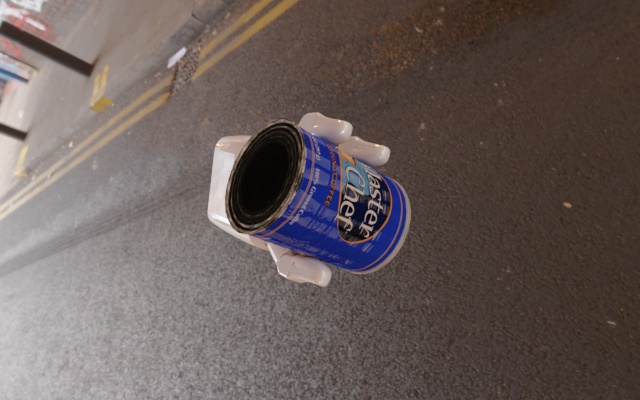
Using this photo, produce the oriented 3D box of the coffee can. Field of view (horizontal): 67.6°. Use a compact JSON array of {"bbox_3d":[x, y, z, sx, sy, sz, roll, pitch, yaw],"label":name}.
[{"bbox_3d":[0.000,0.002,0.437,0.140,0.102,0.103,25,-17,-39],"label":"coffee can"}]
